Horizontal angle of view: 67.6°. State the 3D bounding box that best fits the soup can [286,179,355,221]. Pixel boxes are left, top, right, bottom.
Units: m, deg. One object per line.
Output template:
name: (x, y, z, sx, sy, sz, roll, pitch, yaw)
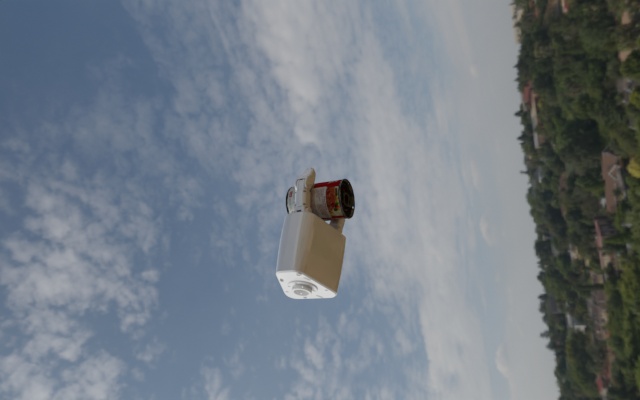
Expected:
soup can: (0.000, 0.002, 0.820, 0.102, 0.068, 0.068, -7, -3, 24)
